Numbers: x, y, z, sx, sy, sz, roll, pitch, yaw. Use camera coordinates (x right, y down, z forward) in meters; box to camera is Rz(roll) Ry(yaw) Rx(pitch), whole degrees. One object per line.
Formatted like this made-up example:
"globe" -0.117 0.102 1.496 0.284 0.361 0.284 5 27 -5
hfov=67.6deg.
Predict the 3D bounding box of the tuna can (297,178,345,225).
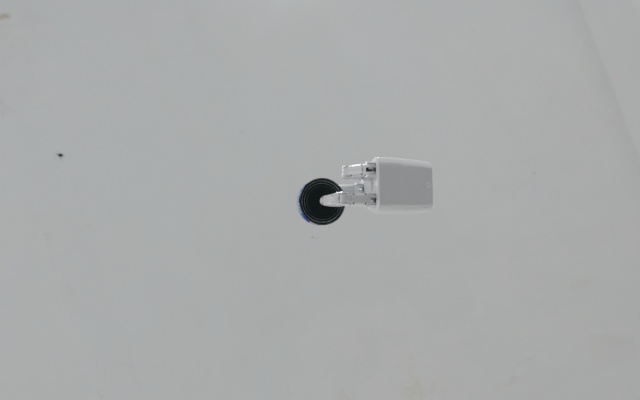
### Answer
"tuna can" 0.000 0.003 0.872 0.086 0.086 0.034 0 -4 -14
